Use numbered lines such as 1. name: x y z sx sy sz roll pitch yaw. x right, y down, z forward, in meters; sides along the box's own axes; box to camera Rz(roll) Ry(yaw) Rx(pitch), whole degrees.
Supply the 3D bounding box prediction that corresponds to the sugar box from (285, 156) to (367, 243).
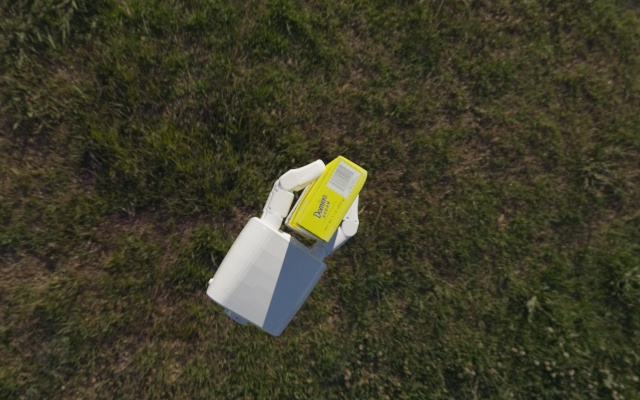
1. sugar box: 0.000 0.002 0.610 0.048 0.093 0.176 33 -8 -9
